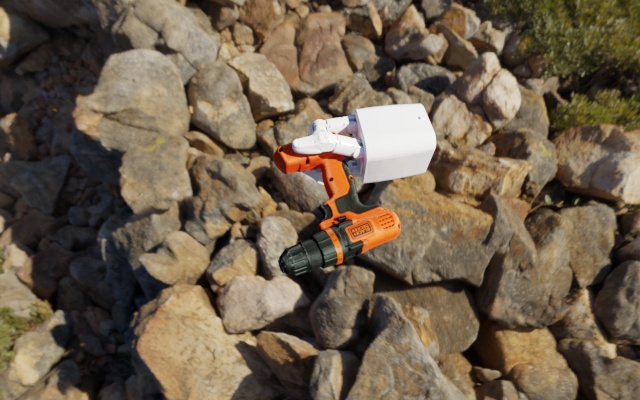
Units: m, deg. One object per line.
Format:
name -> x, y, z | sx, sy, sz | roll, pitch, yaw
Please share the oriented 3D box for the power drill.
power drill -> 0.000, 0.002, 0.689 | 0.184, 0.187, 0.057 | -19, -19, -20
